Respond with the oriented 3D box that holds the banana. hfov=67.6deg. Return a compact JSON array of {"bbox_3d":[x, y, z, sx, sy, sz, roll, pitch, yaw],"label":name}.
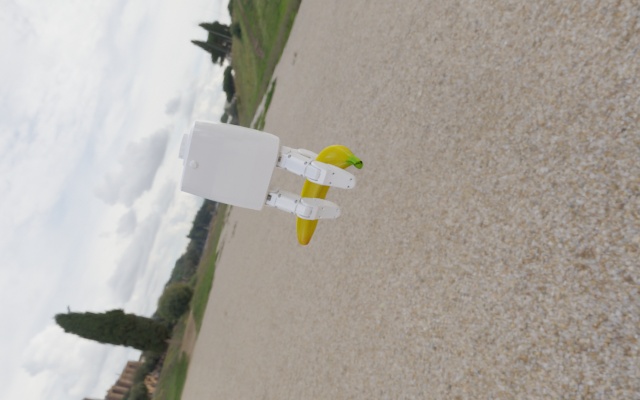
[{"bbox_3d":[0.000,-0.015,0.663,0.037,0.069,0.198,8,-39,-20],"label":"banana"}]
